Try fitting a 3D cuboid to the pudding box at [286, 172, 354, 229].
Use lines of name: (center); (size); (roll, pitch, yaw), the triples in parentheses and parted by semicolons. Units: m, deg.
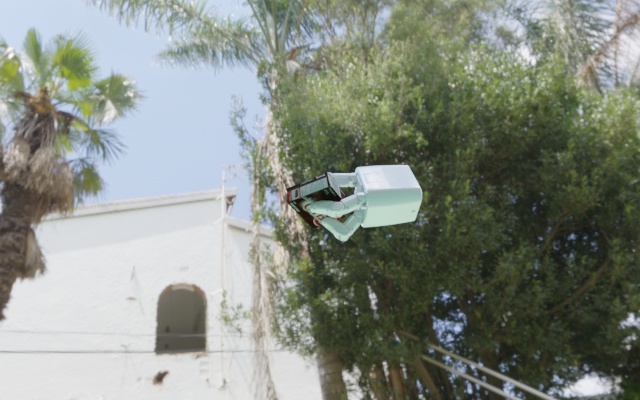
pudding box: (0.000, 0.003, 0.898); (0.090, 0.039, 0.113); (-21, -39, 16)
